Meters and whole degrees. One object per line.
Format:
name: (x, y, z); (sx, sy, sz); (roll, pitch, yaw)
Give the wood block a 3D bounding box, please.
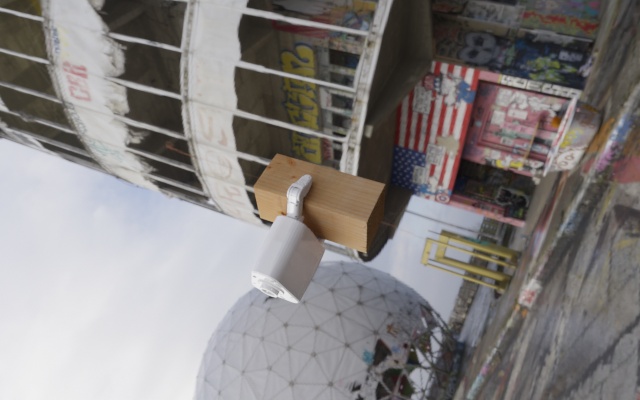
wood block: (0.000, 0.003, 0.830); (0.206, 0.090, 0.091); (17, -38, 18)
